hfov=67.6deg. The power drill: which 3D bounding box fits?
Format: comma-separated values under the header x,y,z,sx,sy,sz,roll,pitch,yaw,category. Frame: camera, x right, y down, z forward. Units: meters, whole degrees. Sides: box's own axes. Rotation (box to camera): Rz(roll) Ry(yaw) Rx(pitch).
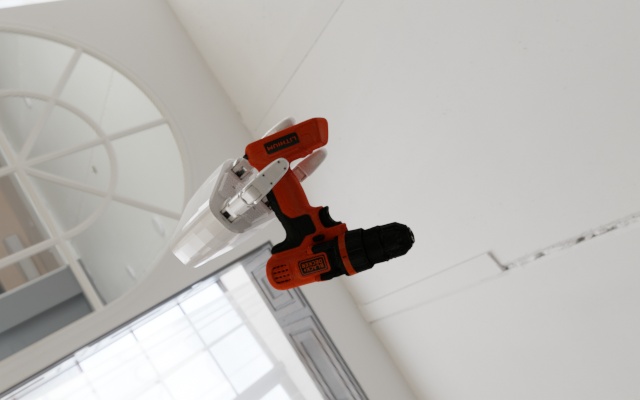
x,y,z,sx,sy,sz,roll,pitch,yaw,category
0.000,0.001,0.565,0.184,0.187,0.057,-18,-2,15,power drill
